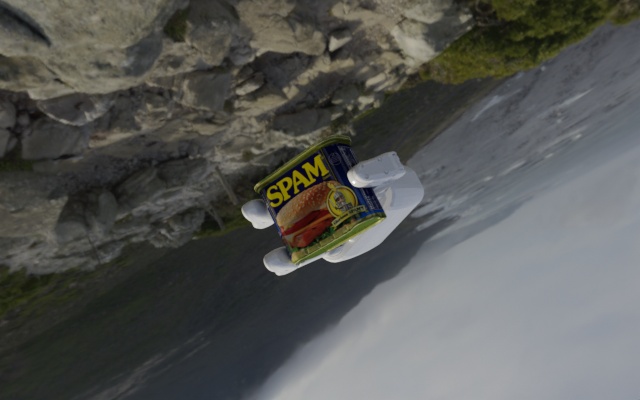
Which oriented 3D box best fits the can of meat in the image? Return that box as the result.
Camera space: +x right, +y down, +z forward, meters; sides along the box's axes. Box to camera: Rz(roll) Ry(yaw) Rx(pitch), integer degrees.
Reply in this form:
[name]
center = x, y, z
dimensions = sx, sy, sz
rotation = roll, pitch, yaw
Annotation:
[can of meat]
center = 0.000, 0.002, 0.447
dimensions = 0.102, 0.084, 0.057
rotation = -32, -13, 26
